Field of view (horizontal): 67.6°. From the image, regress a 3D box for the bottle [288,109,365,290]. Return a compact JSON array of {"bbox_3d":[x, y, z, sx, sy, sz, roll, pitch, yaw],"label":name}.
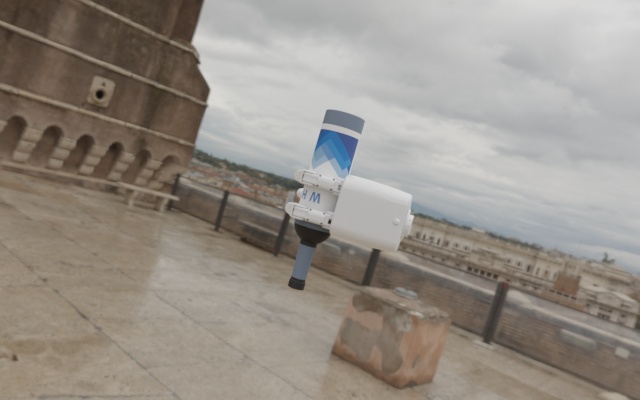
[{"bbox_3d":[0.000,0.002,0.783,0.069,0.295,0.069,16,1,0],"label":"bottle"}]
